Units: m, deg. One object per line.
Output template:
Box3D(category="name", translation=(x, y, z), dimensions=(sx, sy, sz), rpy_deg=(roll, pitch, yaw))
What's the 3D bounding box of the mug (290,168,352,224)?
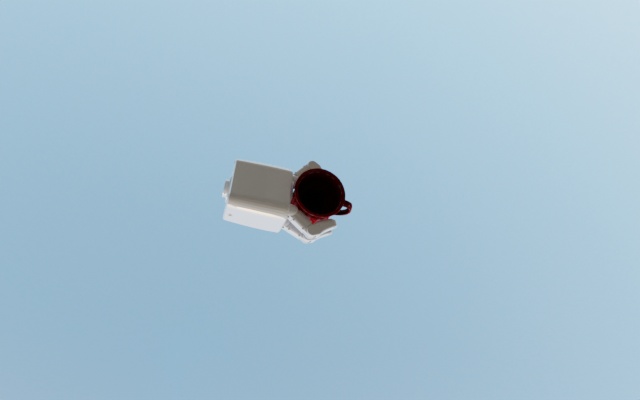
Box3D(category="mug", translation=(0.001, 0.003, 0.872), dimensions=(0.117, 0.093, 0.081), rpy_deg=(14, -25, -12))
